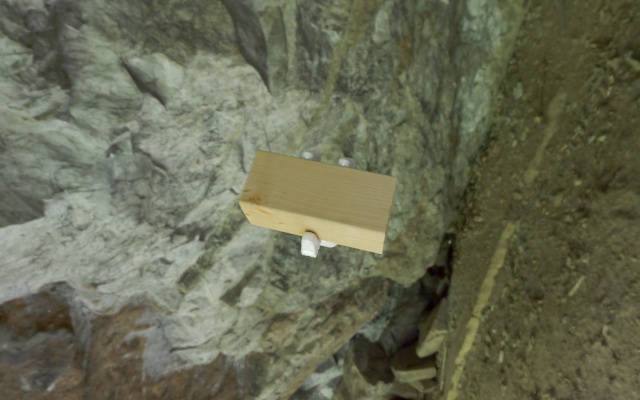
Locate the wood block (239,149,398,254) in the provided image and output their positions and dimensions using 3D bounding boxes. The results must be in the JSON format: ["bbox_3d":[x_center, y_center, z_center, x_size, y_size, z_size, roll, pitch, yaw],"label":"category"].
[{"bbox_3d":[0.000,0.003,0.697,0.206,0.090,0.090,12,-22,9],"label":"wood block"}]
